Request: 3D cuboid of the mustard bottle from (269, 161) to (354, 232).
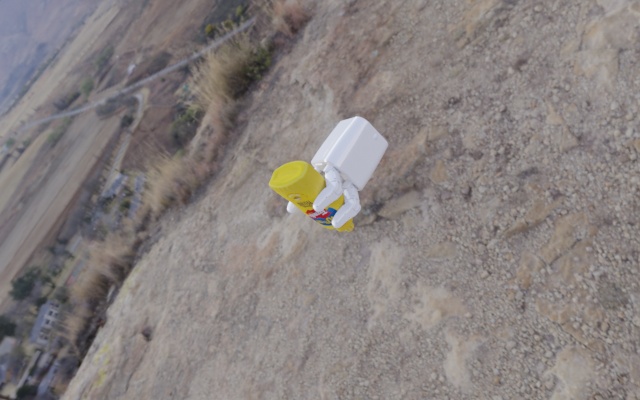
[{"bbox_3d":[0.000,0.003,0.892,0.096,0.058,0.192,-11,-40,42],"label":"mustard bottle"}]
